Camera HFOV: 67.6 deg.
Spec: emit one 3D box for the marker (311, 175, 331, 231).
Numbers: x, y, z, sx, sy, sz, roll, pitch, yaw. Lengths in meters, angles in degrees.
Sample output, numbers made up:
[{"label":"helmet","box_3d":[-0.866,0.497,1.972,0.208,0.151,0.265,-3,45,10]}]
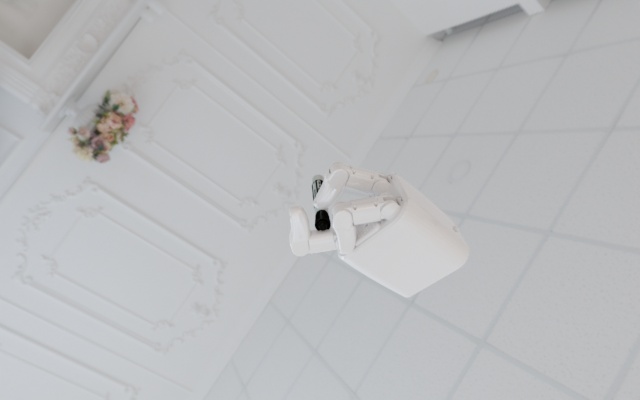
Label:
[{"label":"marker","box_3d":[0.000,0.002,0.591,0.020,0.020,0.121,0,29,-4]}]
